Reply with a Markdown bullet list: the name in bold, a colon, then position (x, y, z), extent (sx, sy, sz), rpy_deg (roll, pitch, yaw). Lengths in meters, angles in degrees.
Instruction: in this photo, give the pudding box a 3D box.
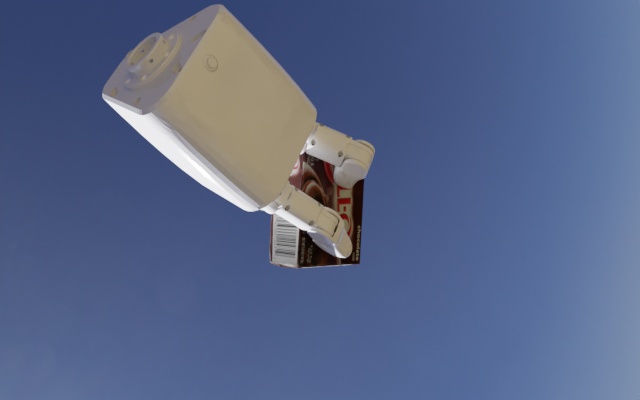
- **pudding box**: position (0.000, 0.001, 0.424), extent (0.039, 0.113, 0.090), rpy_deg (4, -1, 40)
